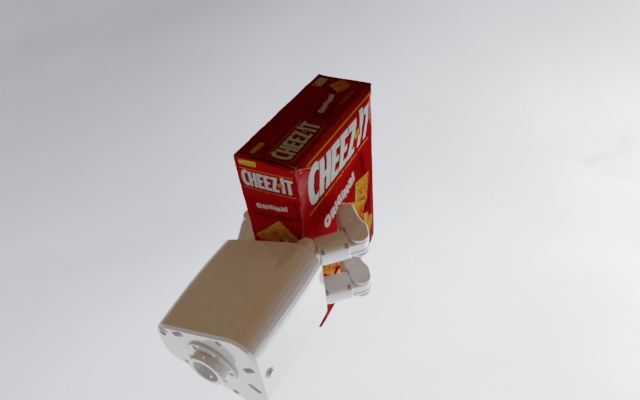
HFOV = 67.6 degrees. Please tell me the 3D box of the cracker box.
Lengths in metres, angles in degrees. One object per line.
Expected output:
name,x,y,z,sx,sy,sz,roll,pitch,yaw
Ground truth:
cracker box,0.000,0.002,0.509,0.072,0.214,0.164,14,44,23
